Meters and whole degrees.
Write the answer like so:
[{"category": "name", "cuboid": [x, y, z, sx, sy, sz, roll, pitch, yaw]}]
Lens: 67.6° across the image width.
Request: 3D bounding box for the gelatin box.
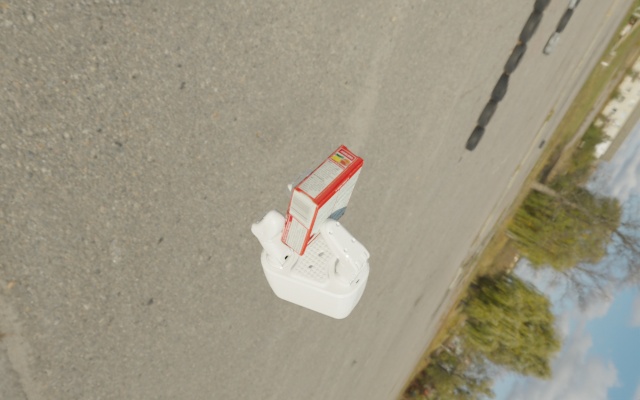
[{"category": "gelatin box", "cuboid": [0.000, 0.002, 0.448, 0.030, 0.089, 0.073, 37, 55, 14]}]
